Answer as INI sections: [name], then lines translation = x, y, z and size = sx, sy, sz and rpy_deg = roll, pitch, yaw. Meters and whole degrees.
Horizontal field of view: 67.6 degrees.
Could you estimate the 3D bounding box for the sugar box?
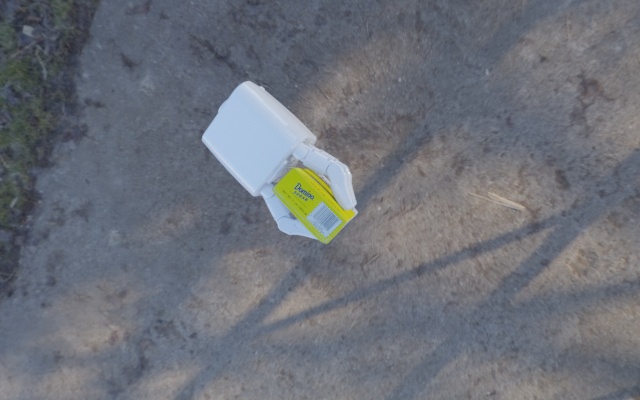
[sugar box]
translation = 0.000, 0.002, 0.642
size = 0.048, 0.093, 0.176
rpy_deg = -44, -4, 10
